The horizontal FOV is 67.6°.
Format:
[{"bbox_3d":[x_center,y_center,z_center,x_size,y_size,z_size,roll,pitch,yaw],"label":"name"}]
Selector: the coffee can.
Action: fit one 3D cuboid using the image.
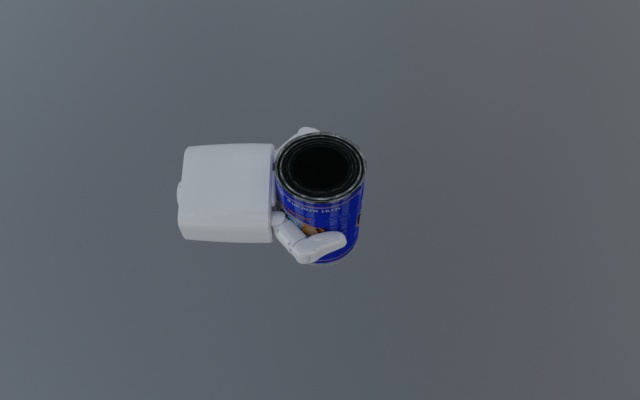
[{"bbox_3d":[0.000,0.002,0.582,0.103,0.102,0.140,0,-36,0],"label":"coffee can"}]
